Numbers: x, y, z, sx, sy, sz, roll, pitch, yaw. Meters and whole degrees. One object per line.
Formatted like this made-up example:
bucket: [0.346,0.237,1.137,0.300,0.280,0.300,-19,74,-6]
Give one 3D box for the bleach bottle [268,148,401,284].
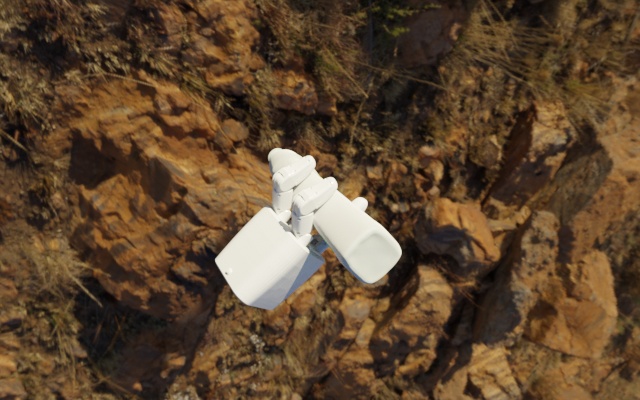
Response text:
bleach bottle: [0.000,0.002,0.661,0.250,0.068,0.103,46,0,42]
